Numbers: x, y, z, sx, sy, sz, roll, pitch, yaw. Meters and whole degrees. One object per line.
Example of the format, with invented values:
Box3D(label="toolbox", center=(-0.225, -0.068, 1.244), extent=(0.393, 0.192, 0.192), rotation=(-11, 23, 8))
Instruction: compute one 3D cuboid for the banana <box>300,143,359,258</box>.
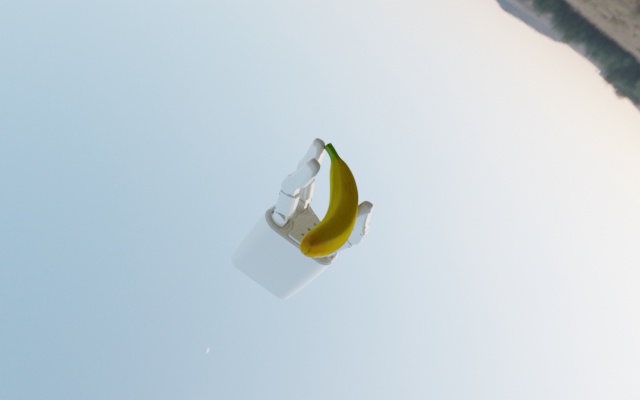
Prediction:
Box3D(label="banana", center=(0.015, 0.010, 0.568), extent=(0.070, 0.197, 0.037), rotation=(36, -55, -19))
